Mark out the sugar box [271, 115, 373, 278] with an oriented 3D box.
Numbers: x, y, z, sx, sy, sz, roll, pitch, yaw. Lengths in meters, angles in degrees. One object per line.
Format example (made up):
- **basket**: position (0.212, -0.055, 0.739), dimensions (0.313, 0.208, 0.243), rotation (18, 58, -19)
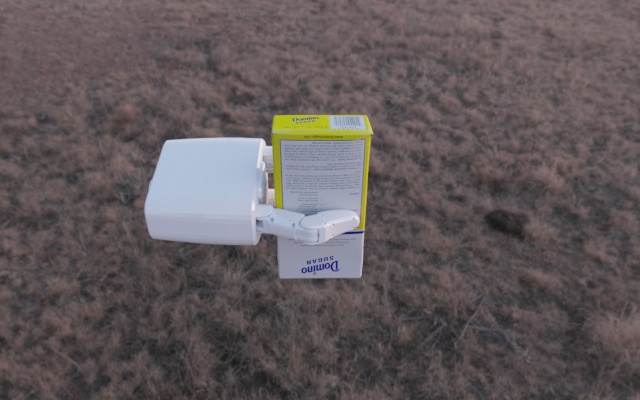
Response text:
- **sugar box**: position (0.000, 0.001, 0.490), dimensions (0.093, 0.176, 0.048), rotation (0, 35, -2)
